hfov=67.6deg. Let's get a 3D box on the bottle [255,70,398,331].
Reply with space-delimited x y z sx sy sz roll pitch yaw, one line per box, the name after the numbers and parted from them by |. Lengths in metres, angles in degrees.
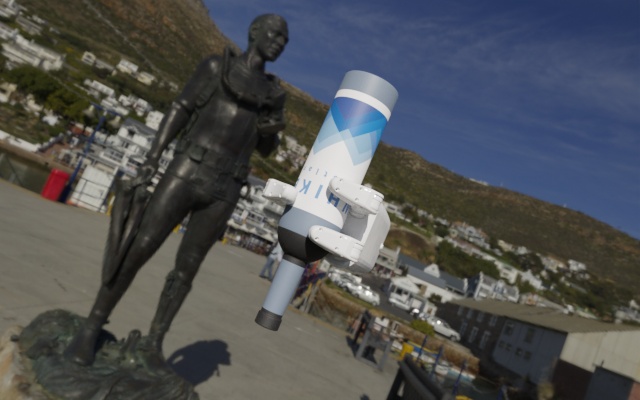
0.000 0.001 0.532 0.069 0.295 0.069 23 -7 3 | bottle
